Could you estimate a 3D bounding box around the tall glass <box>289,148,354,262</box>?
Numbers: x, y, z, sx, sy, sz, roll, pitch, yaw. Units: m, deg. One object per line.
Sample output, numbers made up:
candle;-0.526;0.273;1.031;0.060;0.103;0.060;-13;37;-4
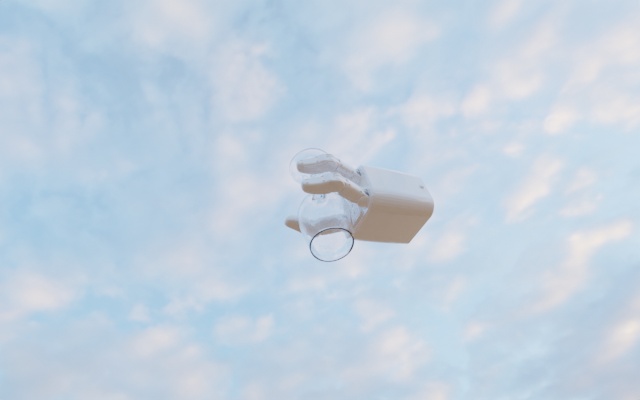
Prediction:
tall glass;0.000;0.002;0.723;0.079;0.079;0.201;0;36;-11
